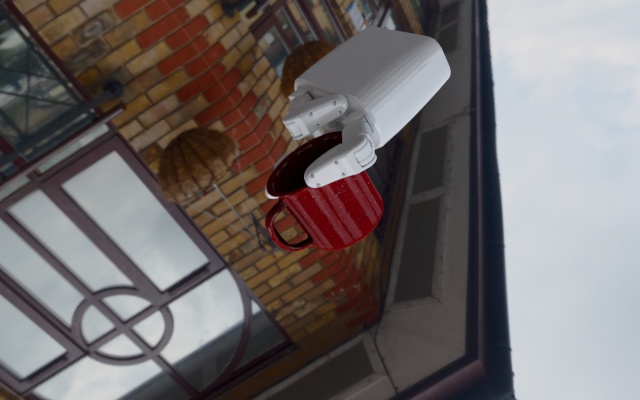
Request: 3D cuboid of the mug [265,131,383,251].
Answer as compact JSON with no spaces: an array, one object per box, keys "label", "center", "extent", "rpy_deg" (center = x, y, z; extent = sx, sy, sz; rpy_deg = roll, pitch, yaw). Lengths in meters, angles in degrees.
[{"label":"mug","center":[-0.001,0.003,0.458],"extent":[0.117,0.081,0.093],"rpy_deg":[-43,28,-15]}]
